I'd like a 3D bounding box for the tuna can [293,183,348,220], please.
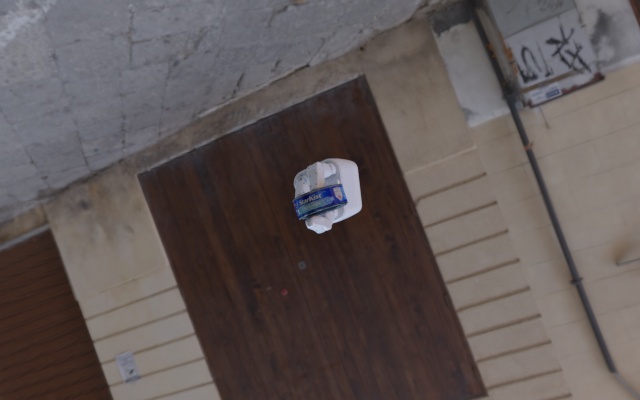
[{"bbox_3d":[0.000,0.003,0.772,0.086,0.033,0.086,-18,-6,-2],"label":"tuna can"}]
